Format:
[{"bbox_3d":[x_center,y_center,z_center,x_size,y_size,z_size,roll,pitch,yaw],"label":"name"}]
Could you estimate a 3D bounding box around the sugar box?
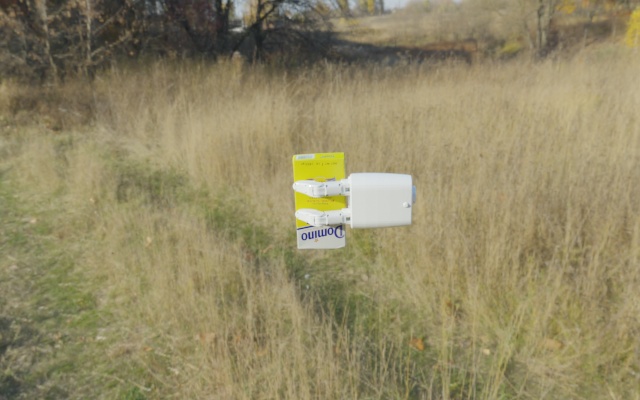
[{"bbox_3d":[0.000,0.003,0.874,0.093,0.176,0.048,-2,20,2],"label":"sugar box"}]
